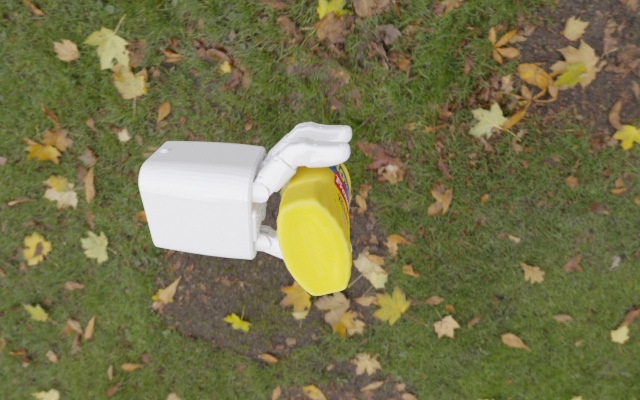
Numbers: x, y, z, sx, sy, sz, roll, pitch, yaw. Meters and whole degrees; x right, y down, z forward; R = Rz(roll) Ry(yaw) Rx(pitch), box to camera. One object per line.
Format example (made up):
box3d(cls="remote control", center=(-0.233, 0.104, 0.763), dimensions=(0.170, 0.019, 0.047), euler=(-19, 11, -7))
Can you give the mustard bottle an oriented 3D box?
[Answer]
box3d(cls="mustard bottle", center=(0.000, 0.002, 0.478), dimensions=(0.058, 0.096, 0.191), euler=(-16, 24, 11))
